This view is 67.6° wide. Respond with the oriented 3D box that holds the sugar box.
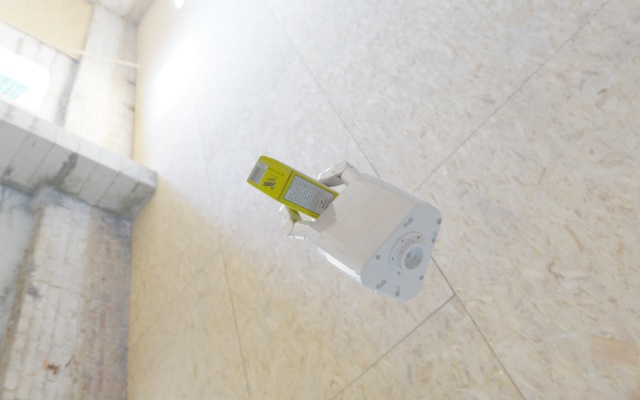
[{"bbox_3d":[0.000,0.003,0.620,0.176,0.048,0.093,29,0,-35],"label":"sugar box"}]
